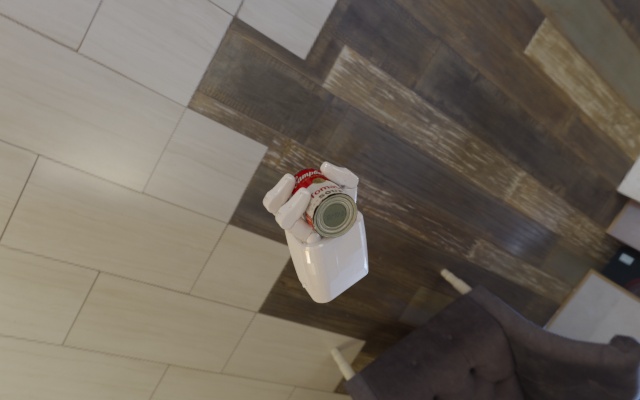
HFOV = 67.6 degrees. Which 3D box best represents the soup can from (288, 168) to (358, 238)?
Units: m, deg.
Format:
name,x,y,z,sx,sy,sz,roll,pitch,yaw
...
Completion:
name,x,y,z,sx,sy,sz,roll,pitch,yaw
soup can,0.000,0.002,0.675,0.068,0.068,0.102,0,23,-26
